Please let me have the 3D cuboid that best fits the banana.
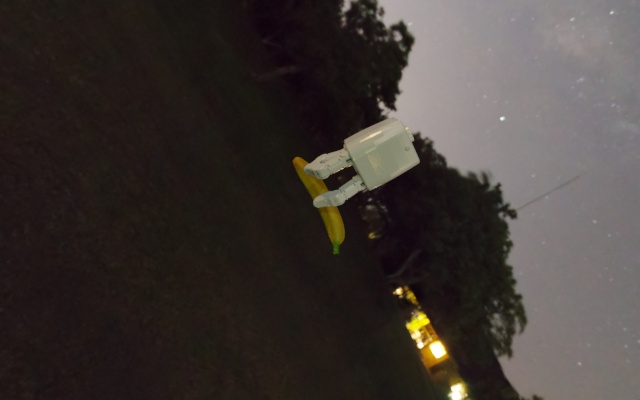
[{"bbox_3d":[0.004,0.003,0.917,0.037,0.198,0.069,-25,4,10],"label":"banana"}]
